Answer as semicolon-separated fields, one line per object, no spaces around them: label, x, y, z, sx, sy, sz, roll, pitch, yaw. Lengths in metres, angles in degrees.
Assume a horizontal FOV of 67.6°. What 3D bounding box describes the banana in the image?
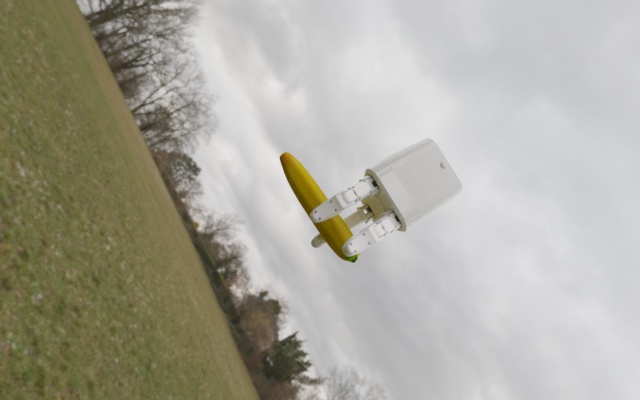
banana;0.003;0.014;0.662;0.037;0.197;0.070;-29;-29;-13
